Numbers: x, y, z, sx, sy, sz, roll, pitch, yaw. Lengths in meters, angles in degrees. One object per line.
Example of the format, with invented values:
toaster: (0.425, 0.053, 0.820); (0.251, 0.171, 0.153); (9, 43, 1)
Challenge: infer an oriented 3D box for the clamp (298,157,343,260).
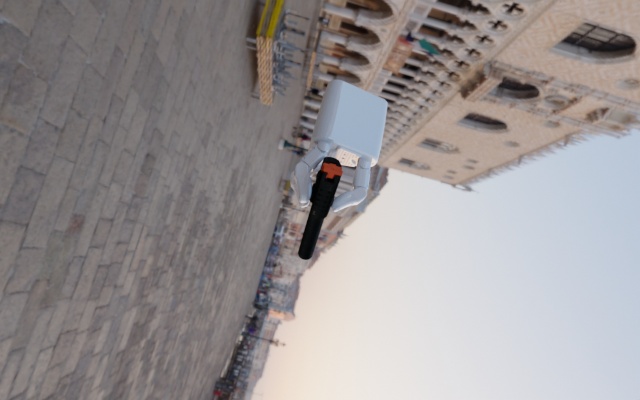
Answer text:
clamp: (0.001, 0.002, 0.732); (0.036, 0.164, 0.210); (13, -15, -4)
